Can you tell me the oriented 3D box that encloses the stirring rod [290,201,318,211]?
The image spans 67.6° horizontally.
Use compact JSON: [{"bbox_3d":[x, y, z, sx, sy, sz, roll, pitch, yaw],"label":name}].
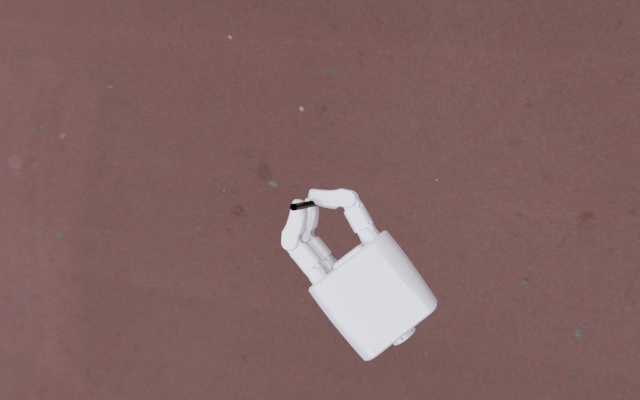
[{"bbox_3d":[0.000,0.002,0.619,0.011,0.011,0.239,0,2,14],"label":"stirring rod"}]
